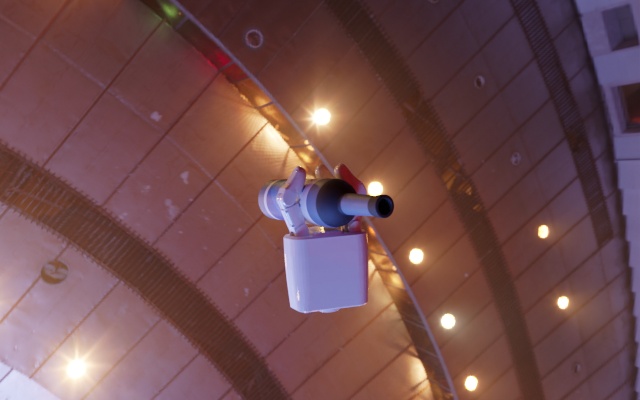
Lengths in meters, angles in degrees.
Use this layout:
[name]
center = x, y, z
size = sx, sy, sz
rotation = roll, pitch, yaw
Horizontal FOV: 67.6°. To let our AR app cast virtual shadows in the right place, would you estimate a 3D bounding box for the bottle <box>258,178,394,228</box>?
[bottle]
center = 0.000, 0.002, 0.673
size = 0.069, 0.069, 0.295
rotation = 0, 2, -30
